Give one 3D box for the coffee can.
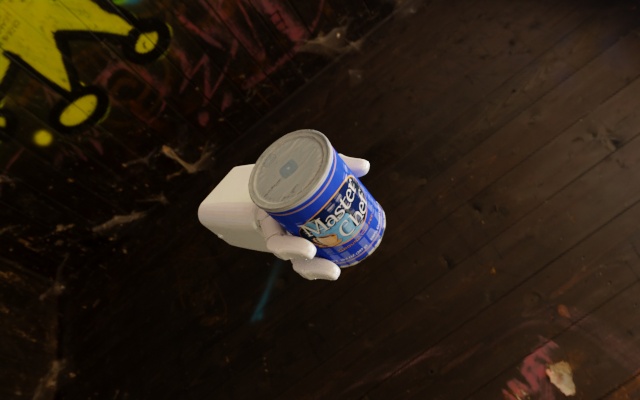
[{"bbox_3d":[0.000,0.002,0.549,0.103,0.102,0.140,0,-31,36],"label":"coffee can"}]
